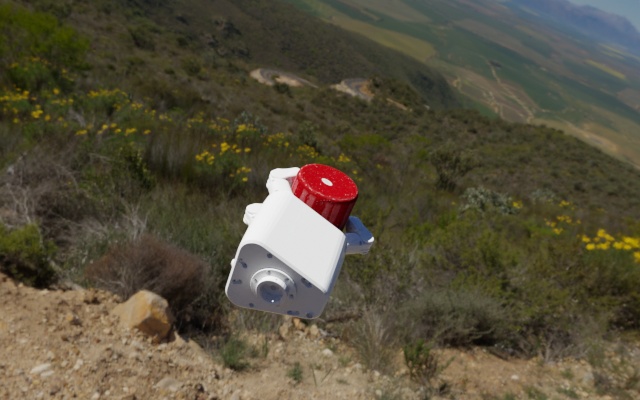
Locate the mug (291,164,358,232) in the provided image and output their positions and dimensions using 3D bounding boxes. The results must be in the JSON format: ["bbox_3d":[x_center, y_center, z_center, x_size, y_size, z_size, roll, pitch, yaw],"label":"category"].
[{"bbox_3d":[0.001,0.001,0.620,0.093,0.081,0.117,23,31,0],"label":"mug"}]
